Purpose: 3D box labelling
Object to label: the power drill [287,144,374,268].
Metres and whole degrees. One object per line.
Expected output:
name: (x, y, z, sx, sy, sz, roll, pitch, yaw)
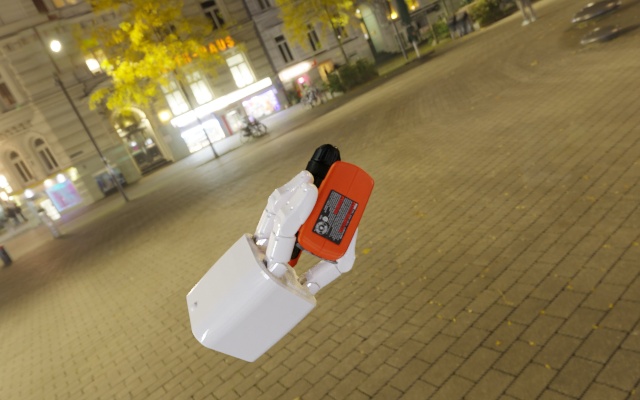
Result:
power drill: (0.000, 0.002, 0.591, 0.057, 0.184, 0.187, 25, -10, -13)
